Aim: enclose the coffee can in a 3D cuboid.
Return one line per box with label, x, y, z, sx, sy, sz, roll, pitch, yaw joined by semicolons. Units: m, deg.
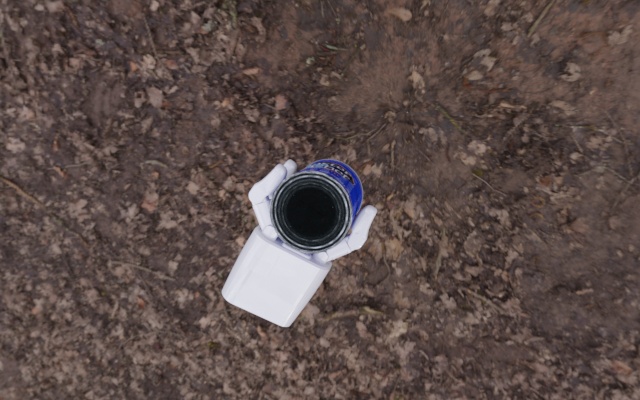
coffee can;0.000;0.002;0.641;0.103;0.103;0.140;0;11;10
